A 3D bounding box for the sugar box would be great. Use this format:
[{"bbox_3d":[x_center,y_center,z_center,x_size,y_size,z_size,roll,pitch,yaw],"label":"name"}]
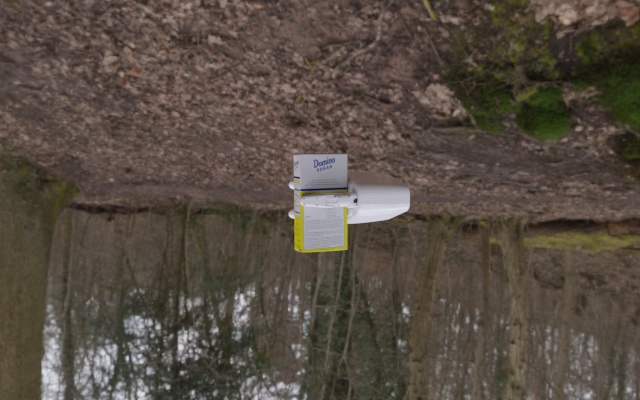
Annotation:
[{"bbox_3d":[0.000,0.003,0.866,0.093,0.176,0.048,-2,4,-21],"label":"sugar box"}]
